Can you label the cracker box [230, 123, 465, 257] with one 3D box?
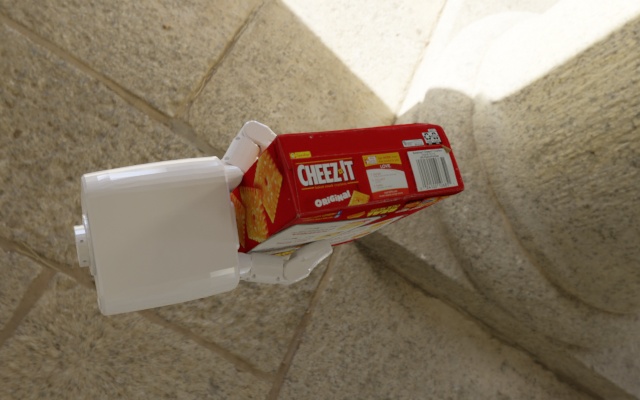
[{"bbox_3d":[0.000,0.002,0.460,0.164,0.072,0.214,-9,-12,-29],"label":"cracker box"}]
